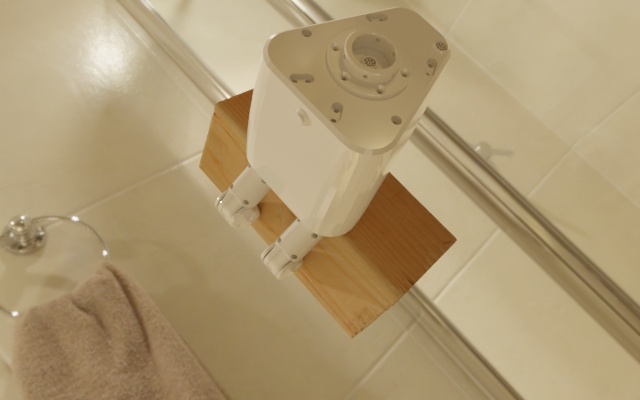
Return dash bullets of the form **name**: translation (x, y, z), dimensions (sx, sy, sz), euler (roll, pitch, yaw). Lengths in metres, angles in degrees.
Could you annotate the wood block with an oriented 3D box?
- **wood block**: translation (0.000, 0.001, 0.415), dimensions (0.090, 0.206, 0.090), euler (-33, -15, -38)
